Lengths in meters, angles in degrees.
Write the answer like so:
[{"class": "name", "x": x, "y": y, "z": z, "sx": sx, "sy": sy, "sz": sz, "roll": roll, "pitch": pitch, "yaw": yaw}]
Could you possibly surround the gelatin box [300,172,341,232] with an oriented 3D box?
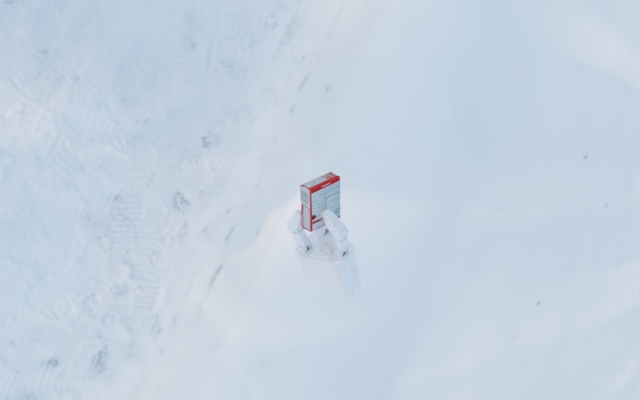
[{"class": "gelatin box", "x": 0.000, "y": 0.003, "z": 0.845, "sx": 0.073, "sy": 0.089, "sz": 0.030, "roll": -26, "pitch": 39, "yaw": -35}]
